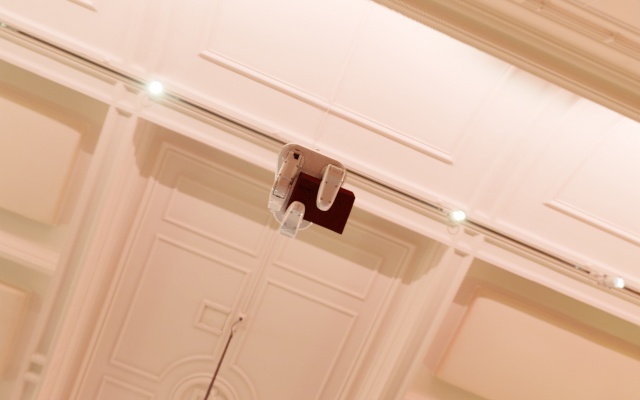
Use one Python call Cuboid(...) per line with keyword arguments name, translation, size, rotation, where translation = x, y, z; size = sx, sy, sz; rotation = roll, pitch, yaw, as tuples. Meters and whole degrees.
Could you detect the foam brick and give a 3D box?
Cuboid(name="foam brick", translation=(0.000, 0.002, 0.617), size=(0.078, 0.053, 0.051), rotation=(22, 8, -4))
